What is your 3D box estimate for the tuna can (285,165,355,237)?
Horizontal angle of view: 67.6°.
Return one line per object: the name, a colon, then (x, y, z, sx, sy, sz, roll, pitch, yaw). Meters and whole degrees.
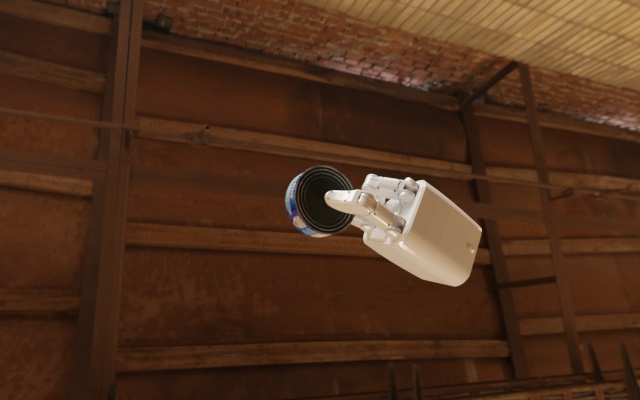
tuna can: (0.000, 0.002, 0.589, 0.086, 0.086, 0.034, 0, -12, -30)
